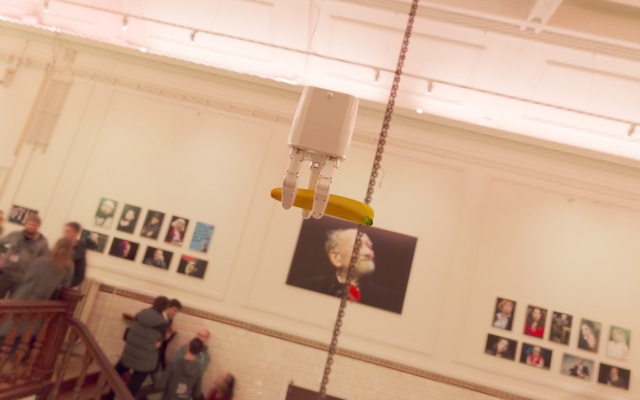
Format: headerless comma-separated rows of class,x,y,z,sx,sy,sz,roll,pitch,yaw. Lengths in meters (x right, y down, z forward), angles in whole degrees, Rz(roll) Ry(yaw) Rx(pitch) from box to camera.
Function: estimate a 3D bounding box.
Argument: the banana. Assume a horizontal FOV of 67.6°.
banana,0.012,0.006,0.793,0.198,0.037,0.069,14,-1,29
